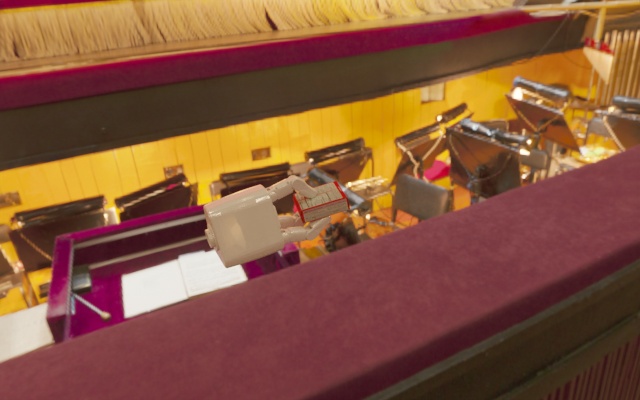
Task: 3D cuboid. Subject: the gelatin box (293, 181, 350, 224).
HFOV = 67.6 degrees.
[{"bbox_3d":[0.000,0.002,0.863,0.089,0.030,0.073,-18,28,-6],"label":"gelatin box"}]
